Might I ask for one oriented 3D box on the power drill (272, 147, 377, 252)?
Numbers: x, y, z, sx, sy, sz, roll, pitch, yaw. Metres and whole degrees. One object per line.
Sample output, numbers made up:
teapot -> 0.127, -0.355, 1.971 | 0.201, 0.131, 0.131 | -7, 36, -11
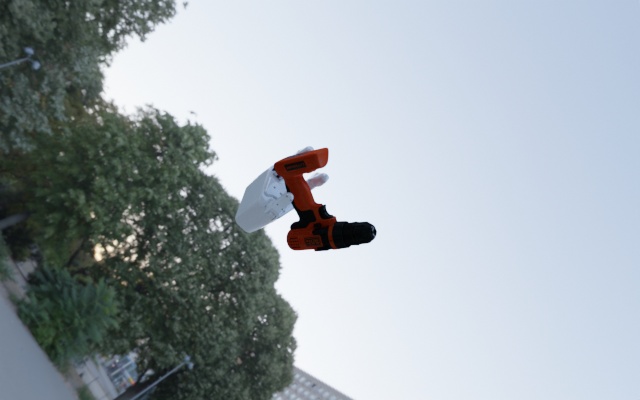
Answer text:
power drill -> 0.000, 0.002, 0.869 | 0.184, 0.188, 0.057 | -9, 13, 29
